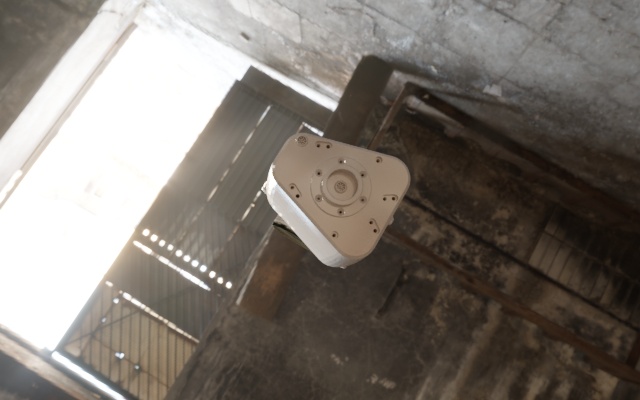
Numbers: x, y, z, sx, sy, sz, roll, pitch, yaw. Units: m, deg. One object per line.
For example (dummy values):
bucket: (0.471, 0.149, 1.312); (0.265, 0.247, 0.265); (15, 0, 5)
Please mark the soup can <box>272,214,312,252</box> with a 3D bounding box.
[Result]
soup can: (0.000, 0.002, 0.537); (0.068, 0.102, 0.068); (30, -11, 6)
